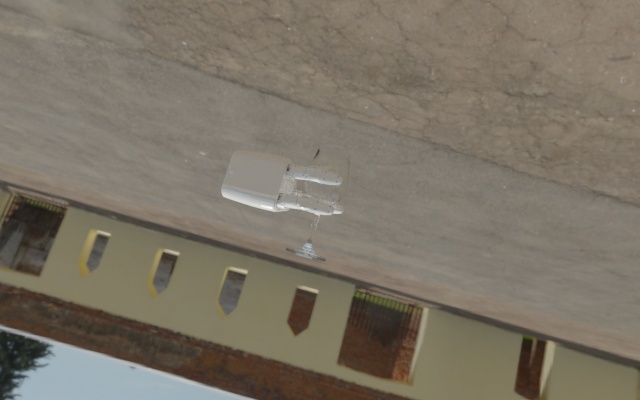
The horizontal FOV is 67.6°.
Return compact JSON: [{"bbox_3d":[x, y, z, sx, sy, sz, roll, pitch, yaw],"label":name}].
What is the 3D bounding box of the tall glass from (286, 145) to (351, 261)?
[{"bbox_3d":[0.000,0.004,0.861,0.079,0.201,0.079,15,-13,4],"label":"tall glass"}]
